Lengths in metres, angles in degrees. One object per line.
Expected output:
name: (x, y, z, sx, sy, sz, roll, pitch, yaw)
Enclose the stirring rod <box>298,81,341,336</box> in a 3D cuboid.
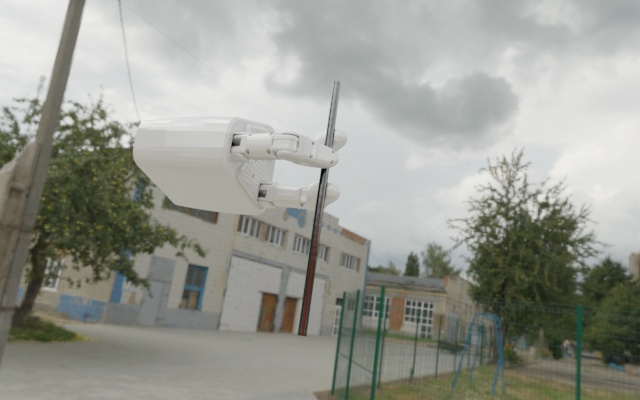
stirring rod: (0.000, 0.002, 0.441, 0.011, 0.239, 0.011, 8, -12, 2)
